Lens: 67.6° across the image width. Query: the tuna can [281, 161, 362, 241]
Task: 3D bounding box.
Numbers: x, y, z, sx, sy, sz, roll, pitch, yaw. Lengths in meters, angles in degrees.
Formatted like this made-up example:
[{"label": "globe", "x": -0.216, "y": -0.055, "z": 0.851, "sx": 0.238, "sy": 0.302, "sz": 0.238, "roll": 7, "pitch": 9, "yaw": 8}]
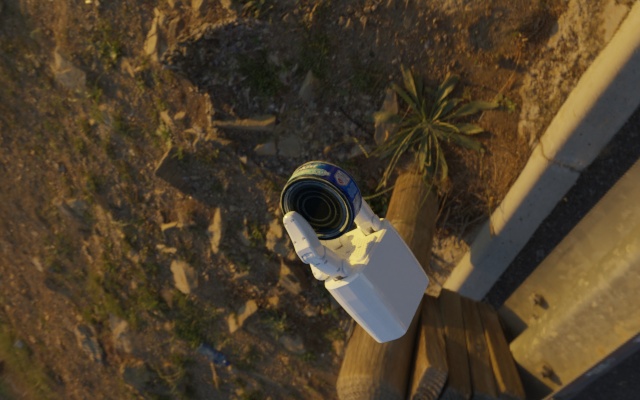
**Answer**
[{"label": "tuna can", "x": 0.000, "y": 0.002, "z": 0.524, "sx": 0.086, "sy": 0.086, "sz": 0.033, "roll": 0, "pitch": 32, "yaw": 23}]
